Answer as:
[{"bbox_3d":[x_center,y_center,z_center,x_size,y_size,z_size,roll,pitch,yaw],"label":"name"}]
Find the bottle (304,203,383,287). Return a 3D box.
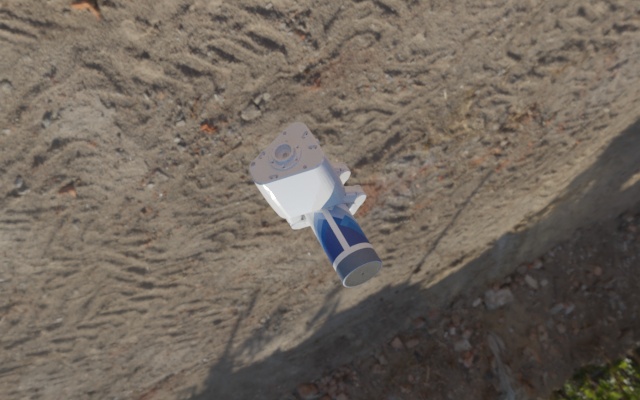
[{"bbox_3d":[0.000,0.003,0.785,0.069,0.295,0.069,-21,-34,-15],"label":"bottle"}]
